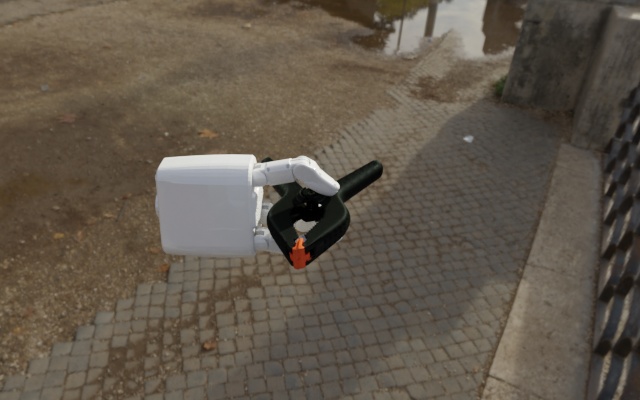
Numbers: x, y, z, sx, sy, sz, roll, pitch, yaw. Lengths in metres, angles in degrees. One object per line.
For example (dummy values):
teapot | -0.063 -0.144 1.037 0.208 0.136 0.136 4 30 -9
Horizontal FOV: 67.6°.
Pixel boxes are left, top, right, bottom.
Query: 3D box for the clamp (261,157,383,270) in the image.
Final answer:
clamp | 0.000 0.001 0.567 0.164 0.036 0.209 -3 33 2
